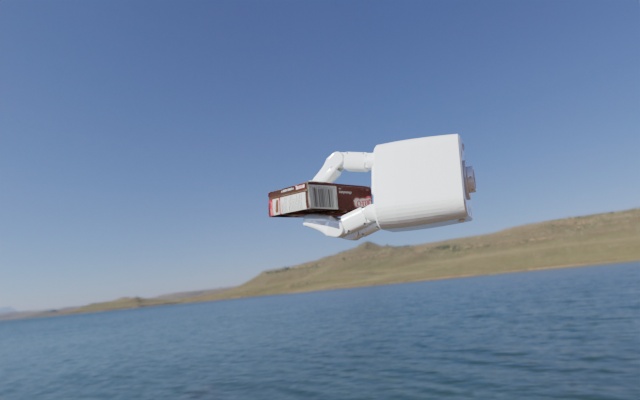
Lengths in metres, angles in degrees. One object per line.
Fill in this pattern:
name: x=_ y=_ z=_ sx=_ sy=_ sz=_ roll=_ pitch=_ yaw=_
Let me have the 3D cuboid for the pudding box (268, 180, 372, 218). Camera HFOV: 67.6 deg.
pudding box: x=0.000 y=0.002 z=0.641 sx=0.113 sy=0.039 sz=0.090 roll=5 pitch=-12 yaw=-39
